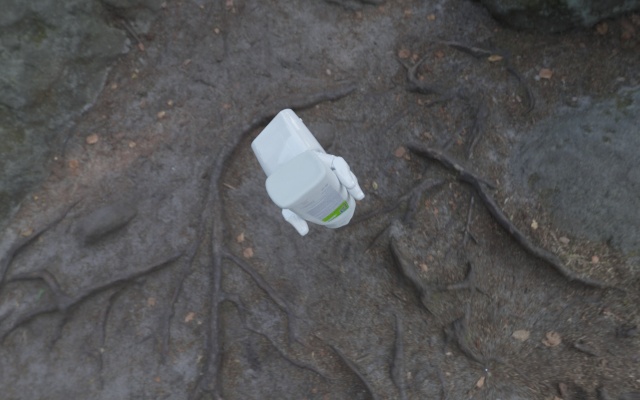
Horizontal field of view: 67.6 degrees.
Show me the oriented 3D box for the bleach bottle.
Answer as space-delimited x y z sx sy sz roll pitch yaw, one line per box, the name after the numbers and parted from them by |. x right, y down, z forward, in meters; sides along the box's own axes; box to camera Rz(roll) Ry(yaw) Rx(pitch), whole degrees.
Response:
0.000 0.003 0.848 0.102 0.068 0.251 -36 -26 4 | bleach bottle
